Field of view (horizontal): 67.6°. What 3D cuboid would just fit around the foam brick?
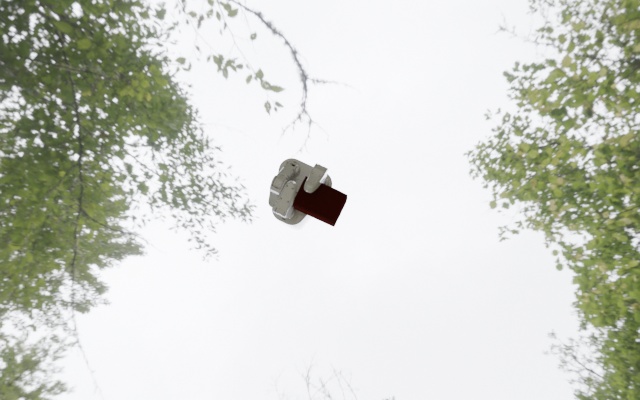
[{"bbox_3d":[0.000,0.003,0.786,0.078,0.053,0.051,25,-9,7],"label":"foam brick"}]
